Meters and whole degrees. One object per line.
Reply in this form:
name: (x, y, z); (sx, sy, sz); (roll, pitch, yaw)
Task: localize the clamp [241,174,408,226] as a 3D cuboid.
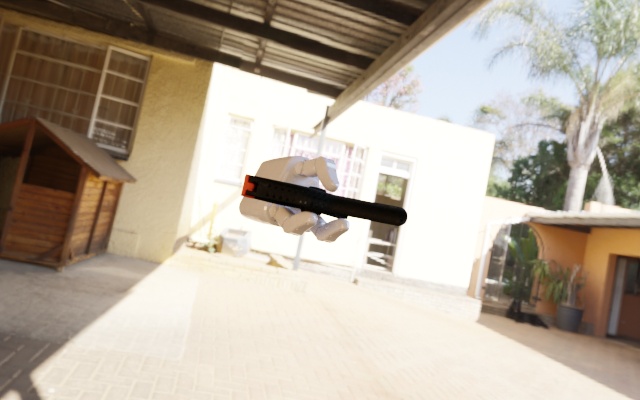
clamp: (0.000, 0.001, 0.638); (0.210, 0.036, 0.164); (14, -7, -33)
